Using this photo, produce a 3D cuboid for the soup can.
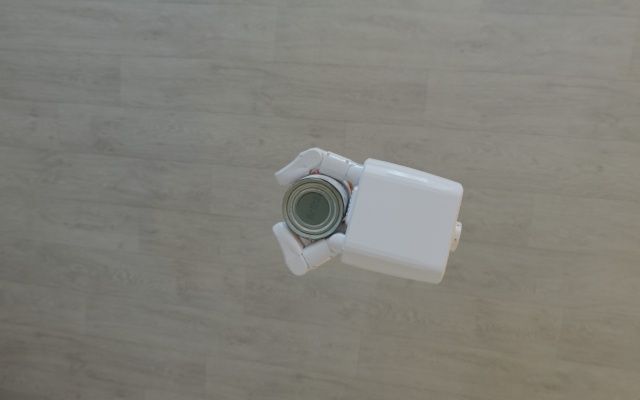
[{"bbox_3d":[0.000,0.002,0.540,0.068,0.068,0.102,0,9,10],"label":"soup can"}]
